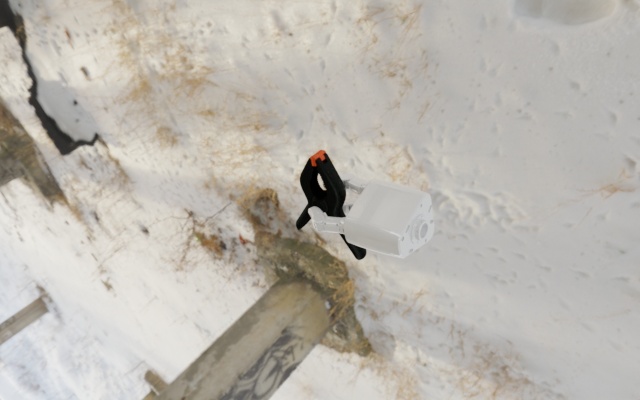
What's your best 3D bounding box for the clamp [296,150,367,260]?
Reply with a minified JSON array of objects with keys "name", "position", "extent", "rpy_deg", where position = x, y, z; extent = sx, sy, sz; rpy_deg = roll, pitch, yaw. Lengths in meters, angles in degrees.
[{"name":"clamp","position":[0.000,0.003,0.857],"extent":[0.164,0.210,0.036],"rpy_deg":[17,44,39]}]
